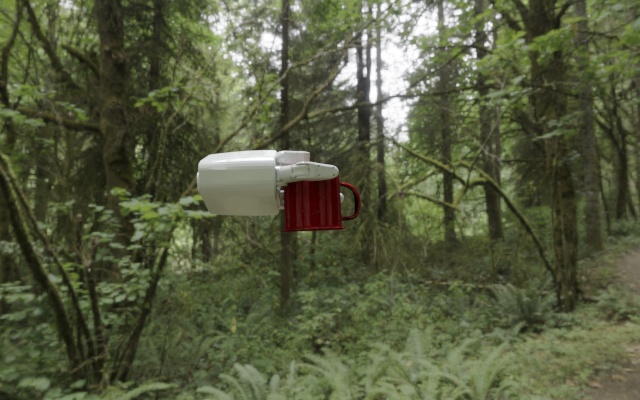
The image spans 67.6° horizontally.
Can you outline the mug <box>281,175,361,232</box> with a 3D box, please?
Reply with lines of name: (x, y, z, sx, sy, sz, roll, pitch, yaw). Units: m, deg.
mug: (0.002, 0.002, 0.690, 0.117, 0.081, 0.093, -2, -4, -3)
